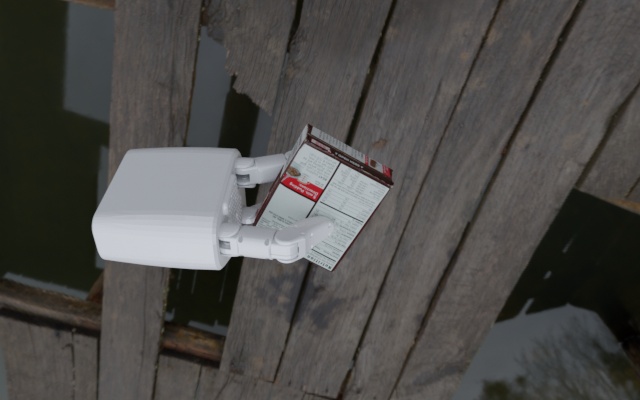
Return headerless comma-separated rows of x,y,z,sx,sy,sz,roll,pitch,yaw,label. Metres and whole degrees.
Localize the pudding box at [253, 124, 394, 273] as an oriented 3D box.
0.000,0.001,0.436,0.090,0.113,0.039,27,30,-10,pudding box
